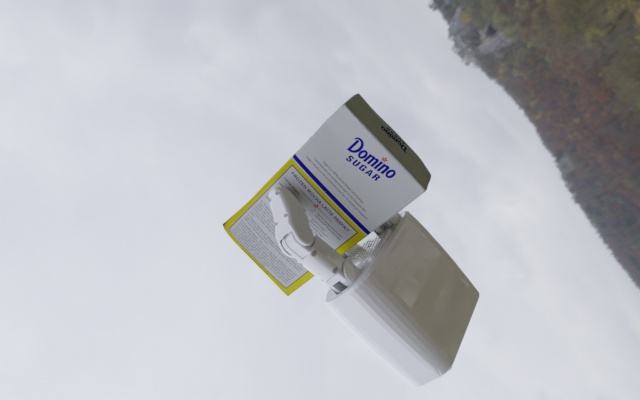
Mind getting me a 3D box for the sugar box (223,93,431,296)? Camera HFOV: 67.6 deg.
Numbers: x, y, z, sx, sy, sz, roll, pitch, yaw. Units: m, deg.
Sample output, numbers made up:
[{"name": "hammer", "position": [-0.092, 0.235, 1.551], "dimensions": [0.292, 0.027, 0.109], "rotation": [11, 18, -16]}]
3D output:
[{"name": "sugar box", "position": [0.000, 0.001, 0.417], "dimensions": [0.176, 0.093, 0.048], "rotation": [-41, 5, 30]}]
